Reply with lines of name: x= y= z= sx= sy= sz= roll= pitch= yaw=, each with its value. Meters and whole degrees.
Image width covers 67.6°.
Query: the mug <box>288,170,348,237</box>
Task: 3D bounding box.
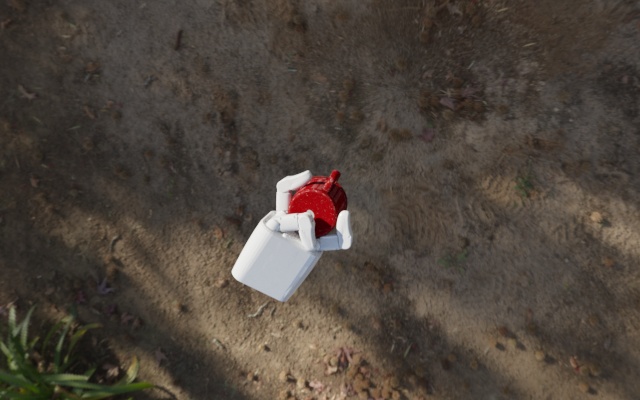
mug: x=0.001 y=0.001 z=0.785 sx=0.093 sy=0.117 sz=0.081 roll=33 pitch=17 yaw=1
